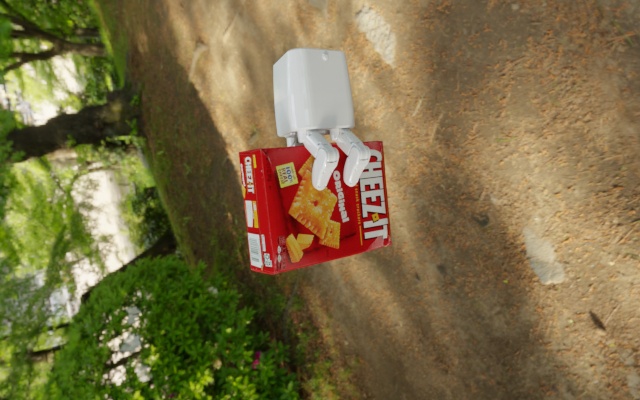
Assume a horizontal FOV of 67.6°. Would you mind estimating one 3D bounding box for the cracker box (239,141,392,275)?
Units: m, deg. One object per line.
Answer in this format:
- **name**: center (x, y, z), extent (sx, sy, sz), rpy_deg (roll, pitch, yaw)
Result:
- **cracker box**: center (0.000, 0.002, 0.680), extent (0.213, 0.164, 0.072), rpy_deg (-9, 6, -35)
